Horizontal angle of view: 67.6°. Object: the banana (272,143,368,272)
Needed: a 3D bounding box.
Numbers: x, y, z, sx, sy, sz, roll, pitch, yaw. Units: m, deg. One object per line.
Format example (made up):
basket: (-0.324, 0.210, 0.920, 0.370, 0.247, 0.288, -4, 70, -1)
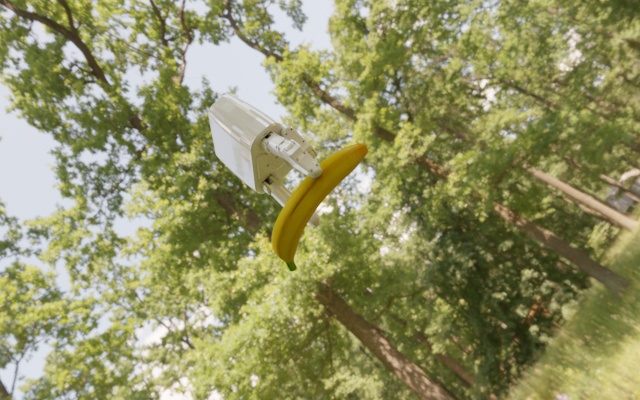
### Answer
banana: (-0.010, 0.002, 0.618, 0.037, 0.198, 0.069, 37, 9, 29)
